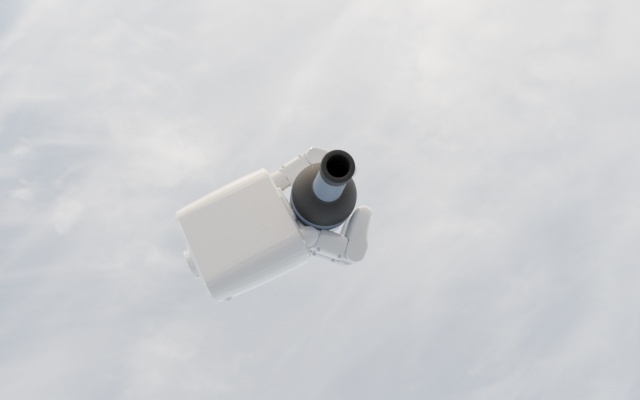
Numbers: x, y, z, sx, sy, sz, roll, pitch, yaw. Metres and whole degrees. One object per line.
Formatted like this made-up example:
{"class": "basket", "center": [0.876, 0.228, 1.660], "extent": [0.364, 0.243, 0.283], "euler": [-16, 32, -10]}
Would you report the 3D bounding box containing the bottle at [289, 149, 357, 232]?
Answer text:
{"class": "bottle", "center": [0.000, 0.002, 0.513], "extent": [0.069, 0.069, 0.296], "euler": [0, -11, -5]}
